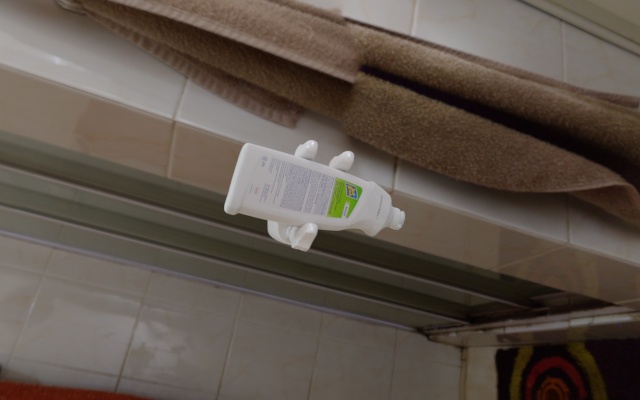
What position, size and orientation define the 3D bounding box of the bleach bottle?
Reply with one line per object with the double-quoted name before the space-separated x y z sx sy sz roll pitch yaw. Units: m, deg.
"bleach bottle" 0.000 0.002 0.676 0.251 0.102 0.068 17 -5 -15
